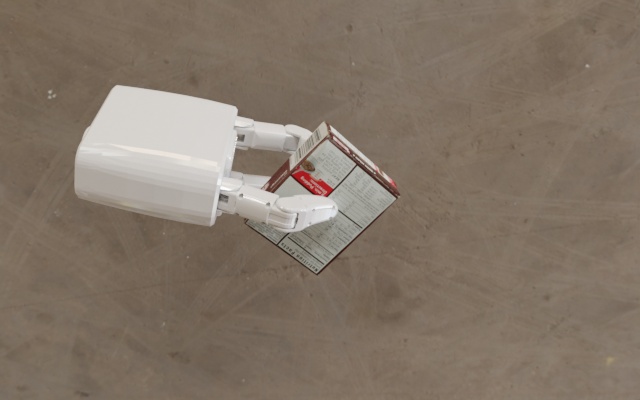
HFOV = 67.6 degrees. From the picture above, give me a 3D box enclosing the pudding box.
[{"bbox_3d":[0.000,0.001,0.429,0.090,0.113,0.039,38,20,-20],"label":"pudding box"}]
